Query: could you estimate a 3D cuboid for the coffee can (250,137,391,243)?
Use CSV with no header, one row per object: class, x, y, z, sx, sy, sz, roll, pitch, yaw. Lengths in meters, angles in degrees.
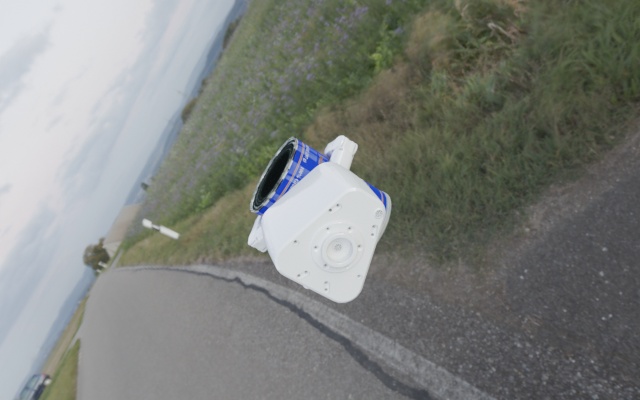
coffee can,0.000,0.002,0.584,0.140,0.103,0.103,30,-10,-18
